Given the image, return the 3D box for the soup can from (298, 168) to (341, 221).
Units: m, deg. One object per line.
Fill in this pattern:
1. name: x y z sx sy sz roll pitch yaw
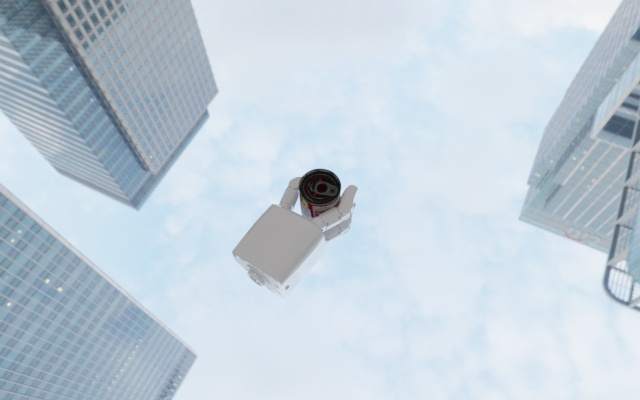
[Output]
1. soup can: 0.000 0.002 0.794 0.068 0.068 0.102 0 -30 1
